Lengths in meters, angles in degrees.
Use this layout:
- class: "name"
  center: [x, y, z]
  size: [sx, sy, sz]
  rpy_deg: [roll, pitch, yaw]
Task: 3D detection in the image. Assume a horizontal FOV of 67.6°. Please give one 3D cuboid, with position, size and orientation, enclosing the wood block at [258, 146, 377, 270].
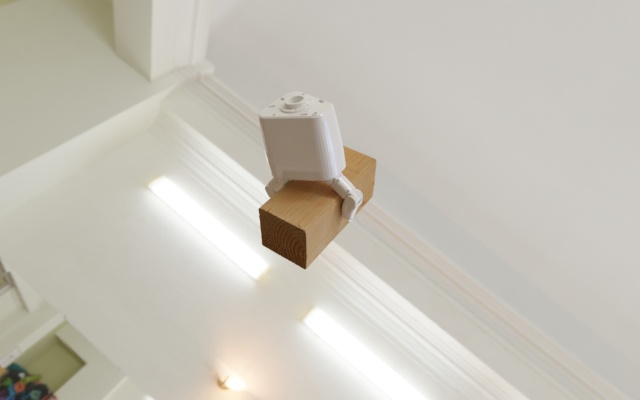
- class: "wood block"
  center: [0.000, 0.002, 0.787]
  size: [0.091, 0.090, 0.206]
  rpy_deg: [26, 48, 24]
